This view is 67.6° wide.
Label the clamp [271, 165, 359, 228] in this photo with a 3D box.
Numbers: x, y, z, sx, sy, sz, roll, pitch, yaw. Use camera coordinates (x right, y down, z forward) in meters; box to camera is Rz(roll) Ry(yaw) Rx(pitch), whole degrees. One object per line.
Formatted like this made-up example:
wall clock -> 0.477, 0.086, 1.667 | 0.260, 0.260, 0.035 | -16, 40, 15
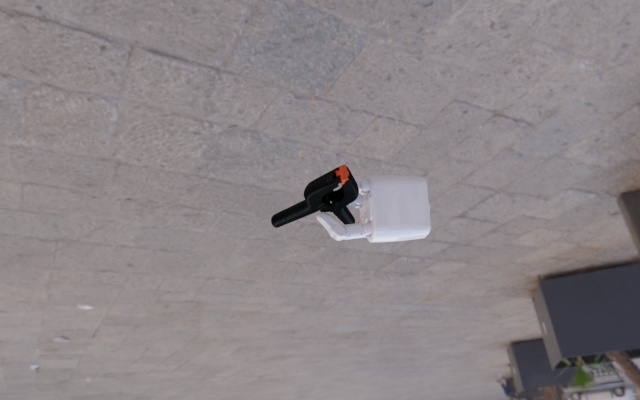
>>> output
clamp -> 0.001, 0.003, 0.837 | 0.164, 0.036, 0.210 | -3, -26, -11
